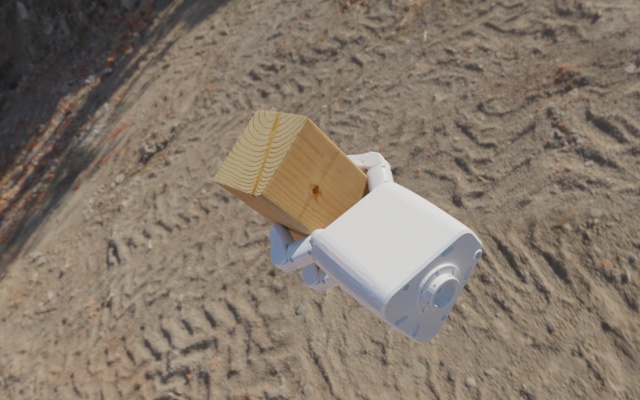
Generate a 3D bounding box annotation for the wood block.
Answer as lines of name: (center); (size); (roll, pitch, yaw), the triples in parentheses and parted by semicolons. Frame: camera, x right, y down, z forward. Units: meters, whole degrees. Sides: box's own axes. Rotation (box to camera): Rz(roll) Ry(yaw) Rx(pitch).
wood block: (0.000, 0.001, 0.524); (0.090, 0.091, 0.206); (18, -17, 47)
